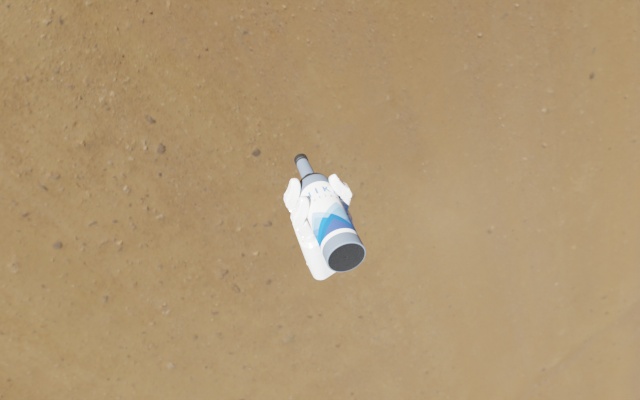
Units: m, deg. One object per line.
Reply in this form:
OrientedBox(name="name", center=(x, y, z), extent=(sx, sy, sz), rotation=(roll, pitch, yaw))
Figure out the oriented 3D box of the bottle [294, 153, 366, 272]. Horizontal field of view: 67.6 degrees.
OrientedBox(name="bottle", center=(0.000, 0.003, 0.869), extent=(0.069, 0.069, 0.295), rotation=(0, 37, -21))
